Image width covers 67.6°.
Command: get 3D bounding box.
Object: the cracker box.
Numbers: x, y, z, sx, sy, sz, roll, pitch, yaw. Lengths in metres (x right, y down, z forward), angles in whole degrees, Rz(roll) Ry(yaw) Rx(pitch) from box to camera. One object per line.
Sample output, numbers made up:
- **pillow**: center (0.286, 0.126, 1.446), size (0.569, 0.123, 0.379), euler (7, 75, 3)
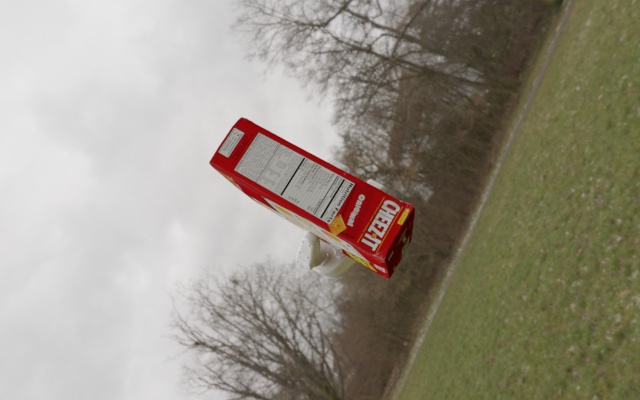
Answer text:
- **cracker box**: center (0.000, 0.002, 0.553), size (0.213, 0.072, 0.164), euler (29, -8, 15)
